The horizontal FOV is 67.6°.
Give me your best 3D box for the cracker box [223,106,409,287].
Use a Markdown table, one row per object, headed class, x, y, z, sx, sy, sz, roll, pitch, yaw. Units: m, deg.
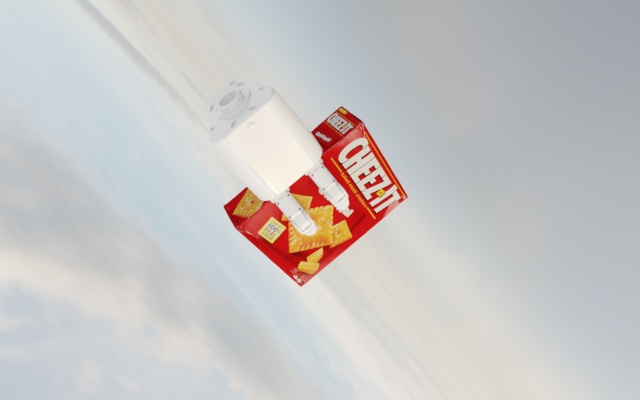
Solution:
| class | x | y | z | sx | sy | sz | roll | pitch | yaw |
| --- | --- | --- | --- | --- | --- | --- | --- | --- | --- |
| cracker box | 0.000 | 0.002 | 0.673 | 0.164 | 0.213 | 0.072 | 51 | -1 | -40 |
